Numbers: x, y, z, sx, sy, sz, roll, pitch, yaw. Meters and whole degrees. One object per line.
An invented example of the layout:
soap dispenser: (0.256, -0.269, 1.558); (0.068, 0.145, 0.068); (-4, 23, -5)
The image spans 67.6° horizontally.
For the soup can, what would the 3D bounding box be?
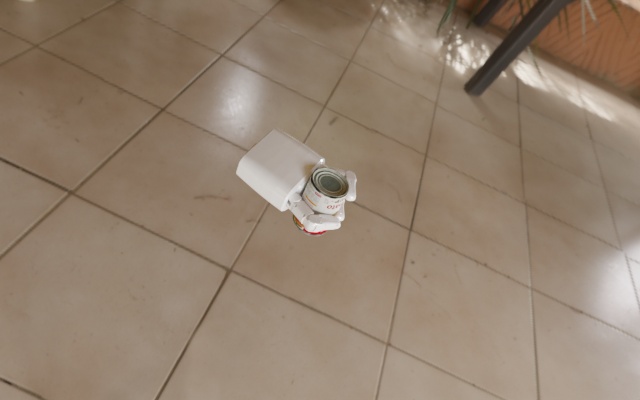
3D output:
soup can: (0.001, 0.003, 0.806); (0.068, 0.068, 0.102); (0, -41, -26)
